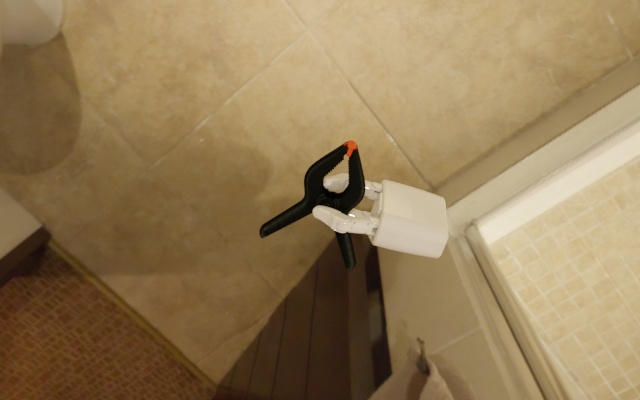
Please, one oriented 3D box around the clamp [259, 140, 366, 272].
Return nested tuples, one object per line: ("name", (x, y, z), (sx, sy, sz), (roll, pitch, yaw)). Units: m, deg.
("clamp", (0.000, 0.002, 0.738), (0.164, 0.210, 0.036), (15, 24, -2))
